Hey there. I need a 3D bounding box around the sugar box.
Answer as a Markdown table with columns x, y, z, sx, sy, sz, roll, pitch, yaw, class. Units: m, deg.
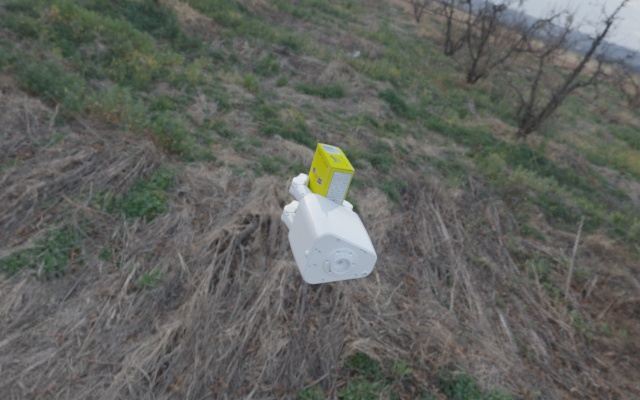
| x | y | z | sx | sy | sz | roll | pitch | yaw | class |
| --- | --- | --- | --- | --- | --- | --- | --- | --- | --- |
| 0.000 | 0.003 | 0.808 | 0.048 | 0.176 | 0.093 | 10 | 27 | -21 | sugar box |
